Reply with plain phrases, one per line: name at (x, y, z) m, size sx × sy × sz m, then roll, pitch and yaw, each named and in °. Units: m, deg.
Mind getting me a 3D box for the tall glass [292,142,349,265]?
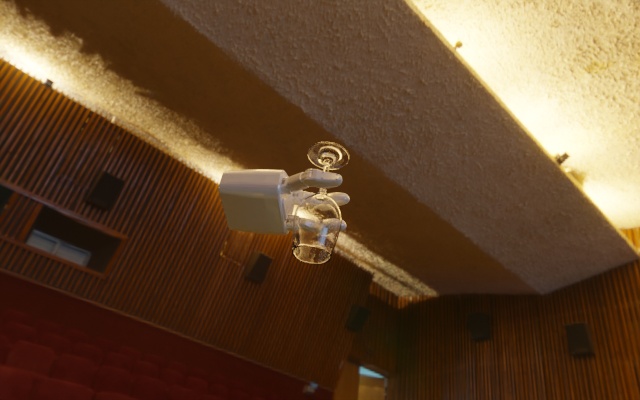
tall glass at (0.000, 0.002, 0.787) m, size 0.079 × 0.201 × 0.079 m, roll 6°, pitch -34°, yaw 4°
